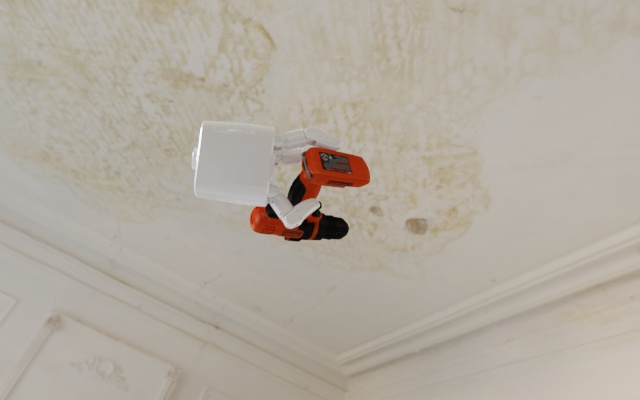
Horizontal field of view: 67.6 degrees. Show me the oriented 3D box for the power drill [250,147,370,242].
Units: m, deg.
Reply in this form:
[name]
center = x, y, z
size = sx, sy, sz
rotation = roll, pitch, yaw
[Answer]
[power drill]
center = 0.000, 0.002, 0.768
size = 0.184, 0.057, 0.188
rotation = 7, -40, -31
